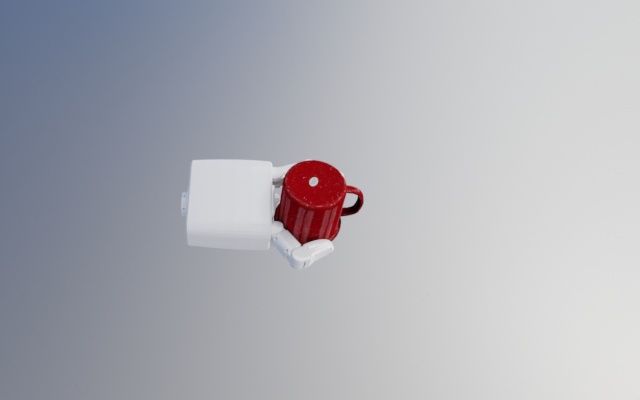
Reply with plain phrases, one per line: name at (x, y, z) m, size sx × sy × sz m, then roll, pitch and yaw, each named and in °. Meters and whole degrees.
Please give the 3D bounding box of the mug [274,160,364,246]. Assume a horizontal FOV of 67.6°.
mug at (0.002, 0.002, 0.625) m, size 0.117 × 0.093 × 0.082 m, roll 1°, pitch -38°, yaw -10°
